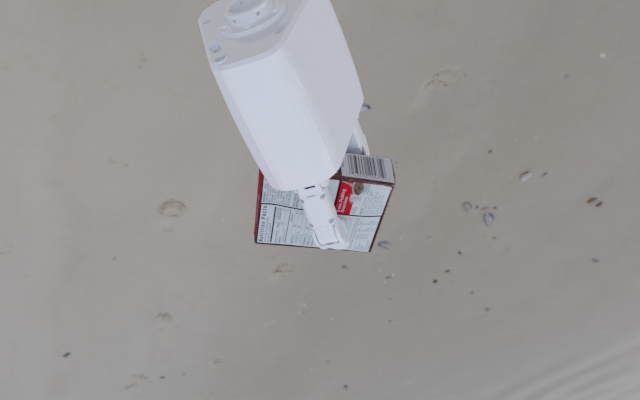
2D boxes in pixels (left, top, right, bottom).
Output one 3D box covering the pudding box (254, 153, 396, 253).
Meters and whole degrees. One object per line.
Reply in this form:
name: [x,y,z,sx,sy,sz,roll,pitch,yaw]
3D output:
pudding box: [0.000,0.001,0.421,0.113,0.090,0.039,7,44,-7]
